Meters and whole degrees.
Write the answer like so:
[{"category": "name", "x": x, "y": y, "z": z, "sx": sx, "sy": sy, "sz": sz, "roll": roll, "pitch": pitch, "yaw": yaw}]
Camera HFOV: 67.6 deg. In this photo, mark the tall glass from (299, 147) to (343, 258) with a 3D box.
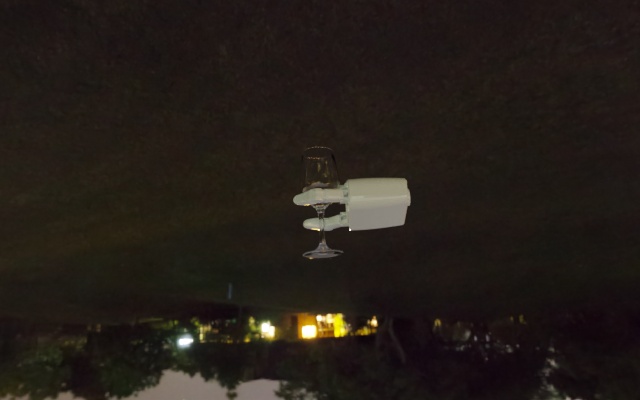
[{"category": "tall glass", "x": 0.000, "y": 0.004, "z": 0.899, "sx": 0.079, "sy": 0.201, "sz": 0.079, "roll": -3, "pitch": -15, "yaw": -1}]
